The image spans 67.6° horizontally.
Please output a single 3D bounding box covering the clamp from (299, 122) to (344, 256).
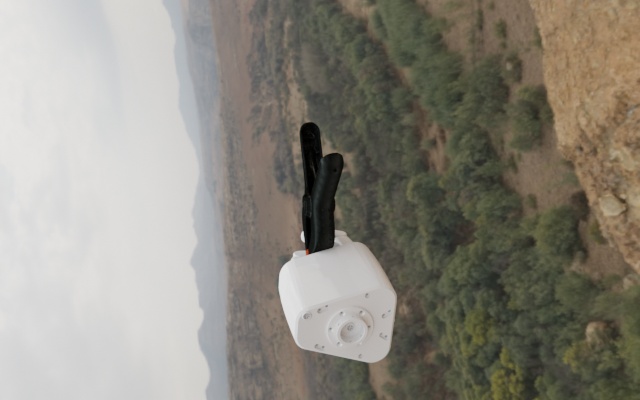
[{"bbox_3d":[-0.001,0.002,0.556,0.039,0.171,0.120,-6,19,-8],"label":"clamp"}]
